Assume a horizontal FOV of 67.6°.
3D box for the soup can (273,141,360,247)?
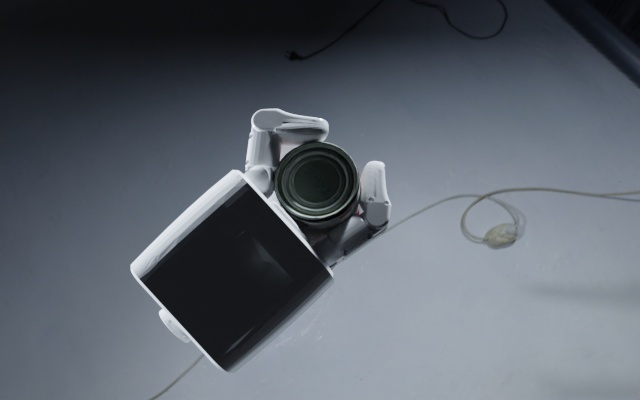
[{"bbox_3d":[0.000,0.001,0.407,0.068,0.068,0.102,0,-20,4],"label":"soup can"}]
